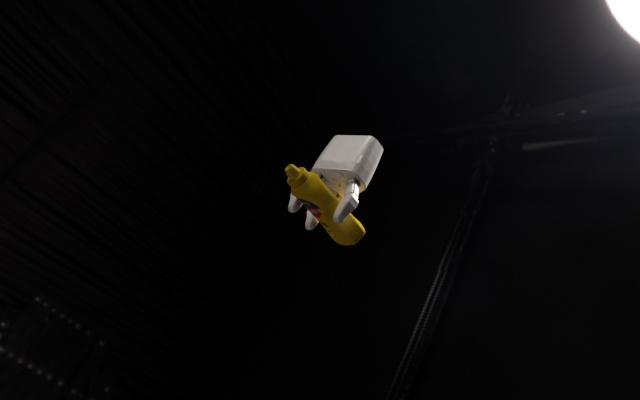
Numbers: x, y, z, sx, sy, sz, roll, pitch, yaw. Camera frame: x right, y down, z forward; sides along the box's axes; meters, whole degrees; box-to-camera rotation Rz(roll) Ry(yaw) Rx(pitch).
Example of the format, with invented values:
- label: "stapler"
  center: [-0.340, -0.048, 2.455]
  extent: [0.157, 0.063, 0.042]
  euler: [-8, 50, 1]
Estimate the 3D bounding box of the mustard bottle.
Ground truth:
- label: "mustard bottle"
  center: [0.000, 0.003, 0.896]
  extent: [0.192, 0.058, 0.096]
  euler: [48, -12, -28]
